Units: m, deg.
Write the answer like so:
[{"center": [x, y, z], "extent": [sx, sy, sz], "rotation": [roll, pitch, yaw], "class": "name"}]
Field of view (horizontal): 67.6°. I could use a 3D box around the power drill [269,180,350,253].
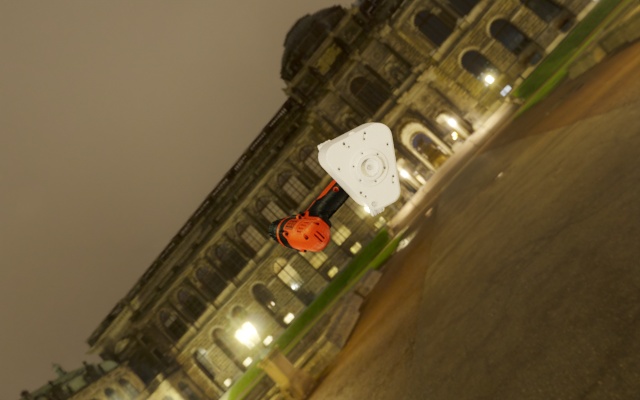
[{"center": [0.000, 0.002, 0.792], "extent": [0.057, 0.187, 0.184], "rotation": [43, -17, -21], "class": "power drill"}]
